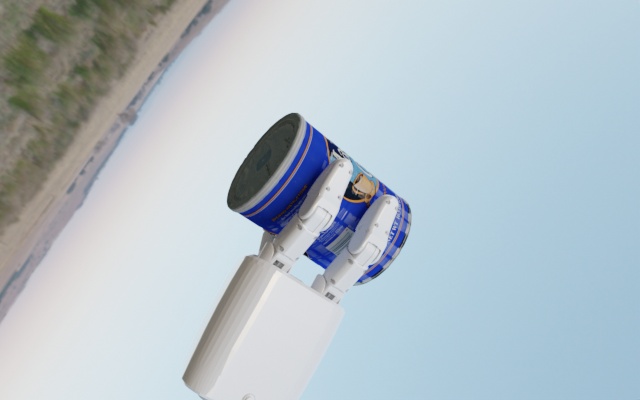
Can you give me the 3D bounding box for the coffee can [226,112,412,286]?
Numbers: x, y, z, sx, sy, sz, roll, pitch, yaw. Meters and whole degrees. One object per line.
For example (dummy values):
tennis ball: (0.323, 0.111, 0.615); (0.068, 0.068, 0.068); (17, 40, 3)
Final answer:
coffee can: (0.000, 0.001, 0.444); (0.140, 0.102, 0.103); (36, -17, -25)
